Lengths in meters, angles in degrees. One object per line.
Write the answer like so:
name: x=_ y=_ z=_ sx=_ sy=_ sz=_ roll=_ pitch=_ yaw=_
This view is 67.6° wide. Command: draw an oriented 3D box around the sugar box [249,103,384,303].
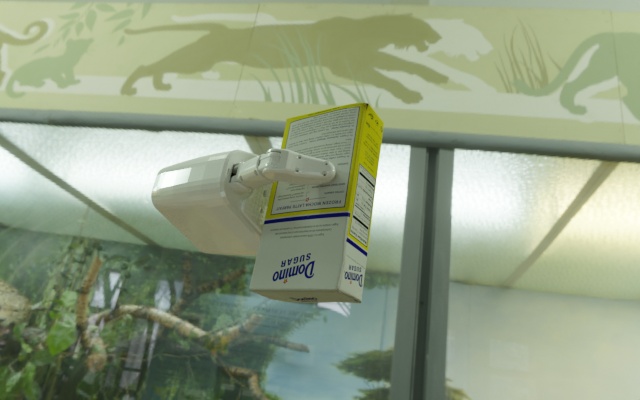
sugar box: x=0.000 y=0.002 z=0.429 sx=0.093 sy=0.176 sz=0.048 roll=-6 pitch=-26 yaw=34
